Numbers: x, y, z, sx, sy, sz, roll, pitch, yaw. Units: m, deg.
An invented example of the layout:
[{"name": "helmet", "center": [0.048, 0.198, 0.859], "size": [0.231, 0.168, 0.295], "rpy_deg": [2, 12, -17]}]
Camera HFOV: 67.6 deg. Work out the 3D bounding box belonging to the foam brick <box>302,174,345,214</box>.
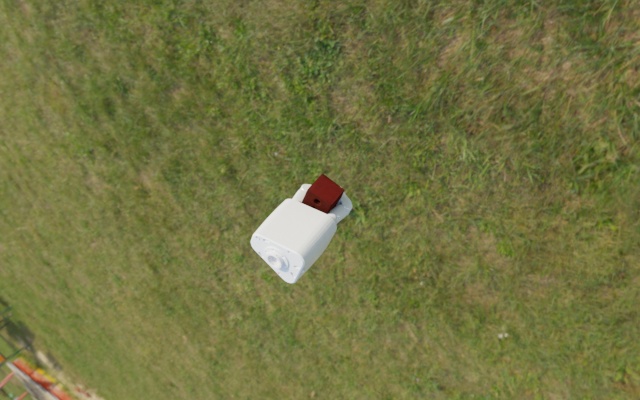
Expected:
[{"name": "foam brick", "center": [0.000, 0.003, 0.872], "size": [0.053, 0.078, 0.051], "rpy_deg": [35, 48, 9]}]
